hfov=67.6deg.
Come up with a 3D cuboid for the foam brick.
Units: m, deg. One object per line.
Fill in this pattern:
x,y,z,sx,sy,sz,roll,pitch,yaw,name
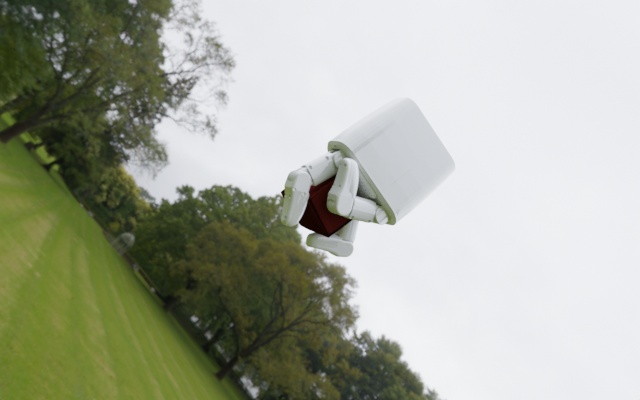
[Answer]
0.000,0.002,0.553,0.051,0.053,0.078,-36,23,-18,foam brick
